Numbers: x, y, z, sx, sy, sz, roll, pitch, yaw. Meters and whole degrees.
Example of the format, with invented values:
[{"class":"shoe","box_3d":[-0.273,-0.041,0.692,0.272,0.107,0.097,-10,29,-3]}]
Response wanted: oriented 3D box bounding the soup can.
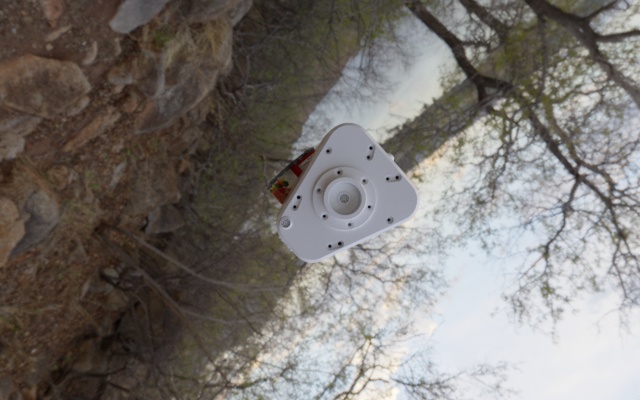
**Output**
[{"class":"soup can","box_3d":[0.000,0.002,0.520,0.068,0.102,0.068,-42,1,1]}]
